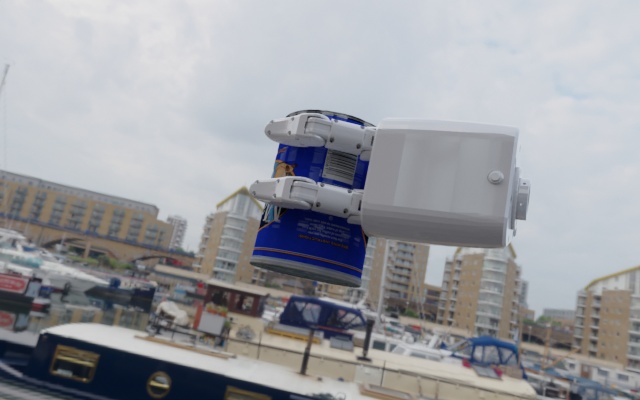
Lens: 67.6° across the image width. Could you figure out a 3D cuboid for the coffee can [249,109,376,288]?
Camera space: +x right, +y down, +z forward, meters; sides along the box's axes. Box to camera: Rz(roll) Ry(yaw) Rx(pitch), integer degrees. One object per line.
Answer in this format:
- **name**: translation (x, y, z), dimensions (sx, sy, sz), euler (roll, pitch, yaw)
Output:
- **coffee can**: translation (0.000, 0.002, 0.445), dimensions (0.103, 0.140, 0.103), euler (12, -12, 3)
